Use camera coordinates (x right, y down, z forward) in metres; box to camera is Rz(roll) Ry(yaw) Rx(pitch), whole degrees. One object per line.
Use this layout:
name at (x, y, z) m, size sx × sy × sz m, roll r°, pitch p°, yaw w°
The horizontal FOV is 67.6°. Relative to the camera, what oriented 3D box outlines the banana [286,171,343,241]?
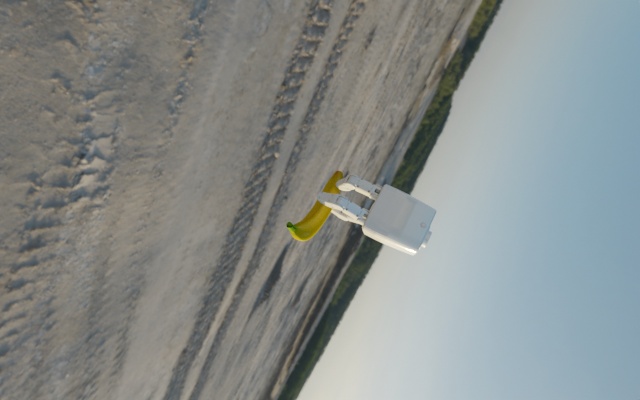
banana at (-0.004, 0.019, 0.902) m, size 0.037 × 0.070 × 0.197 m, roll 24°, pitch 43°, yaw 15°
